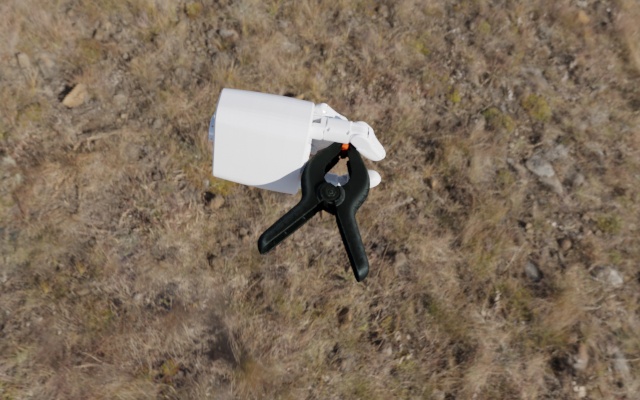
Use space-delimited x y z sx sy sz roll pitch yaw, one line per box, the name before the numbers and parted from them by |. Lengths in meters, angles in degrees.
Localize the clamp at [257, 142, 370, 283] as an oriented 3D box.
clamp | 0.000 0.001 0.532 0.120 0.171 0.039 10 -29 -5
